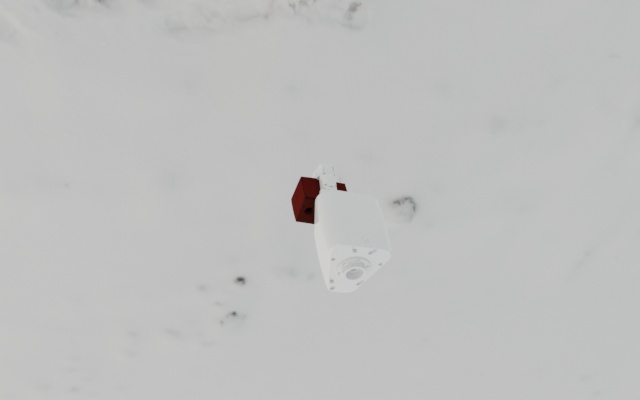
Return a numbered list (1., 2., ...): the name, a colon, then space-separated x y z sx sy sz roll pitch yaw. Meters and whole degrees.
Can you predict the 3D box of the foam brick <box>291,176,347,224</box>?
1. foam brick: 0.000 0.002 0.747 0.078 0.053 0.051 8 41 -18
